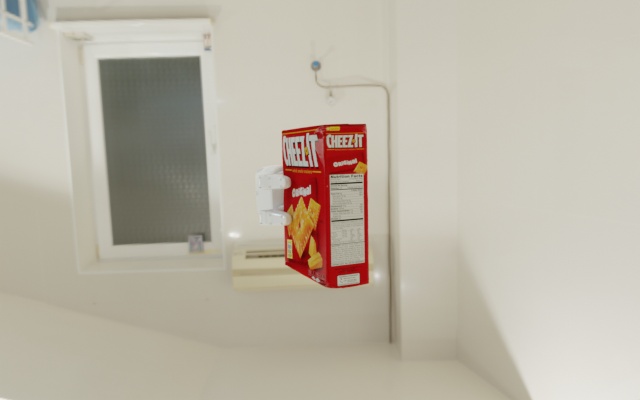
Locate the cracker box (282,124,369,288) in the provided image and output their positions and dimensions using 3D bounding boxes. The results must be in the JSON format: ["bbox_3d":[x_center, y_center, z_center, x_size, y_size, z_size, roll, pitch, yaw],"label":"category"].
[{"bbox_3d":[0.000,0.002,0.682,0.072,0.214,0.164,-4,7,-24],"label":"cracker box"}]
